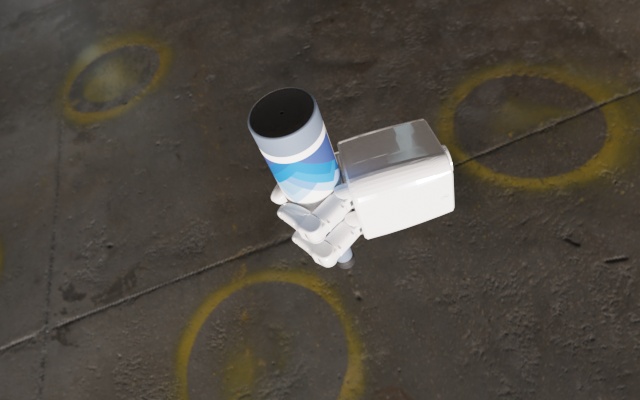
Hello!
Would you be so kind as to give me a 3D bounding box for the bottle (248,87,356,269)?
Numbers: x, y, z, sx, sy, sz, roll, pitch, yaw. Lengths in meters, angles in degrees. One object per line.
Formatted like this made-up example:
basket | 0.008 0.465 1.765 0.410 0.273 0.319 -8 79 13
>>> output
bottle | 0.000 0.002 0.552 0.069 0.069 0.296 0 -34 17
